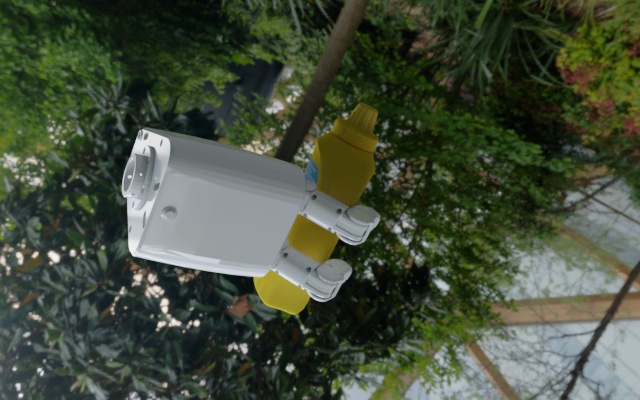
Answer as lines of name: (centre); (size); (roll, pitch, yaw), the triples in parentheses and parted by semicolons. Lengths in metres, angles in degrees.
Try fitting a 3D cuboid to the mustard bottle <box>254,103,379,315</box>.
mustard bottle: (0.000, 0.002, 0.435); (0.058, 0.192, 0.096); (23, 18, -11)
